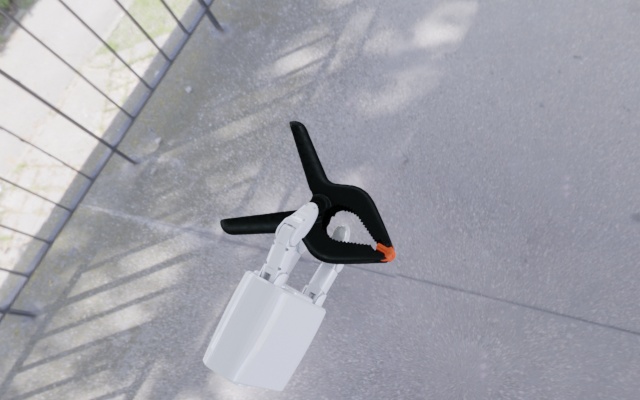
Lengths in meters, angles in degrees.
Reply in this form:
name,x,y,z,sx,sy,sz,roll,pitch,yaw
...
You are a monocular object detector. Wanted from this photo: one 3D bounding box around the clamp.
name,x,y,z,sx,sy,sz,roll,pitch,yaw
clamp,0.000,0.002,0.558,0.210,0.164,0.036,24,-9,23
